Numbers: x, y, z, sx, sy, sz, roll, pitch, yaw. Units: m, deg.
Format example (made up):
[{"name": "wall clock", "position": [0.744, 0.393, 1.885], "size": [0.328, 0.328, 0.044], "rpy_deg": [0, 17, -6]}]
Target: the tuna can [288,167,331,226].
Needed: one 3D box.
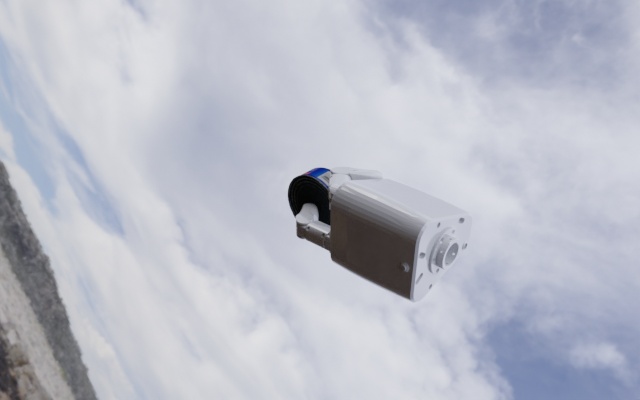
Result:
[{"name": "tuna can", "position": [0.000, 0.002, 0.606], "size": [0.086, 0.086, 0.033], "rpy_deg": [0, 23, 46]}]
